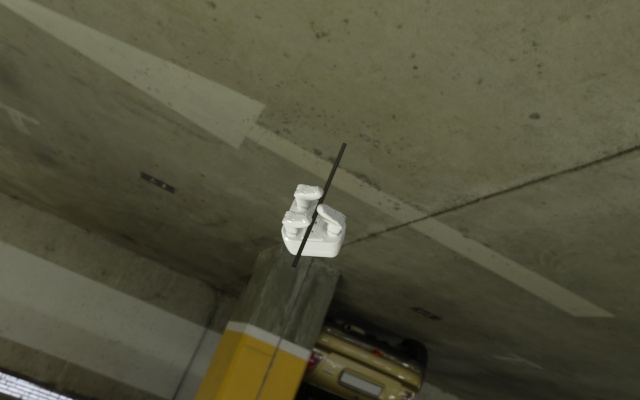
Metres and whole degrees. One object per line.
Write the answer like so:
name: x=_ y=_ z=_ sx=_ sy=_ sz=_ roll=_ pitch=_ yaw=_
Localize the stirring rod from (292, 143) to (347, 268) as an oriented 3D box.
stirring rod: x=0.000 y=0.003 z=0.813 sx=0.011 sy=0.239 sz=0.011 roll=20 pitch=-21 yaw=8
